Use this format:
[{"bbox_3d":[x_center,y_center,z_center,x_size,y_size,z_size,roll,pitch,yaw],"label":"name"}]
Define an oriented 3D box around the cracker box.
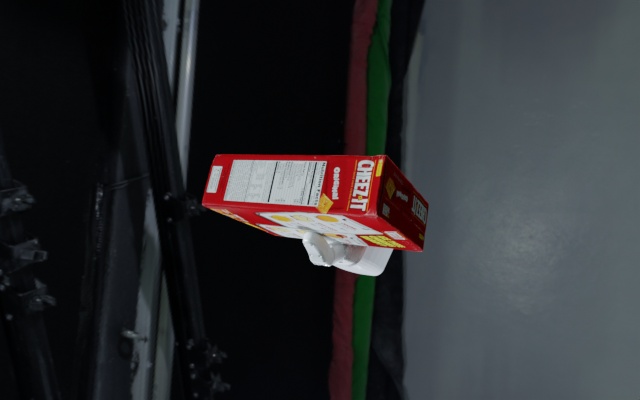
[{"bbox_3d":[0.000,0.002,0.559,0.213,0.072,0.164,3,-15,28],"label":"cracker box"}]
